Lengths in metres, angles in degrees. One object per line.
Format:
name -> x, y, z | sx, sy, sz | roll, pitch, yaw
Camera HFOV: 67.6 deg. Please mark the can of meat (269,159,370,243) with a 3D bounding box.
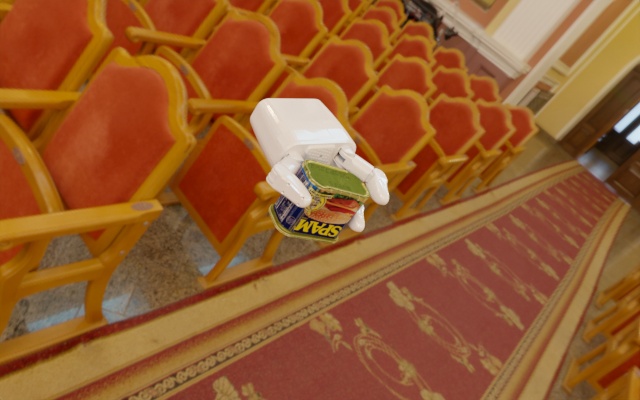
can of meat -> 0.000, 0.002, 0.605 | 0.102, 0.084, 0.057 | 13, 36, -37
